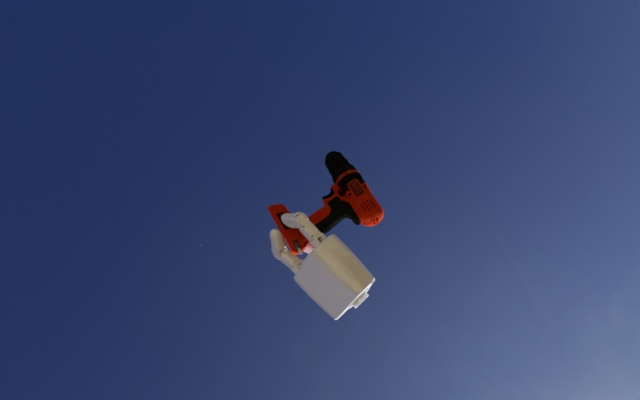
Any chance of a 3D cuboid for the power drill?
[{"bbox_3d":[0.000,0.003,0.900,0.187,0.184,0.057,-29,-36,-5],"label":"power drill"}]
